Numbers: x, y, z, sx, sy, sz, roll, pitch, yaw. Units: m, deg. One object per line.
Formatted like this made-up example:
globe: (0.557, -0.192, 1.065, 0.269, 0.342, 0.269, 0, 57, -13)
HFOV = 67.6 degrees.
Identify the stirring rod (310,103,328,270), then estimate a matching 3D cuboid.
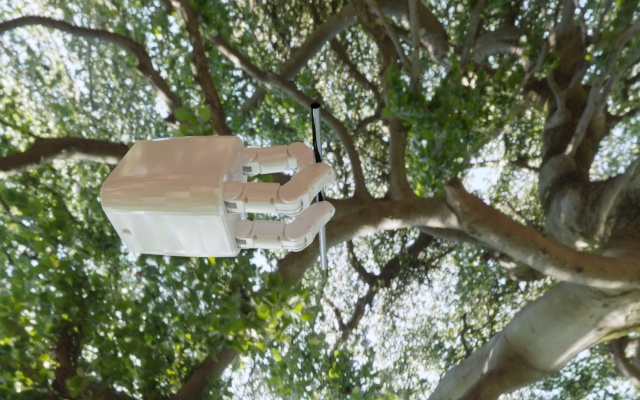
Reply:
stirring rod: (0.000, 0.001, 0.474, 0.011, 0.011, 0.240, 0, -40, 3)
